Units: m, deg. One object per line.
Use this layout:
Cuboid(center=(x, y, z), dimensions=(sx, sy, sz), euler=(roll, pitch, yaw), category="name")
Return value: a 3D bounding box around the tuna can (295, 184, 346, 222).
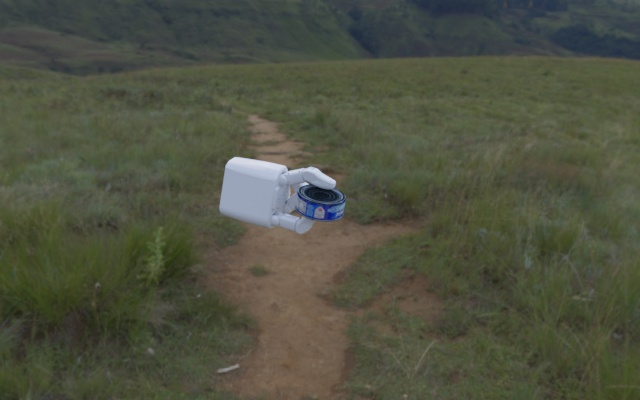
Cuboid(center=(0.000, 0.002, 0.825), dimensions=(0.086, 0.034, 0.086), euler=(8, 24, -3), category="tuna can")
